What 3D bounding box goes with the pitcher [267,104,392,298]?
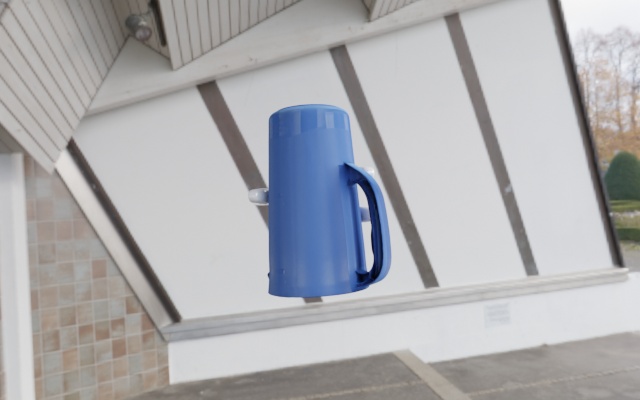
[{"bbox_3d":[0.000,0.002,0.626,0.149,0.243,0.145,-3,-2,-8],"label":"pitcher"}]
